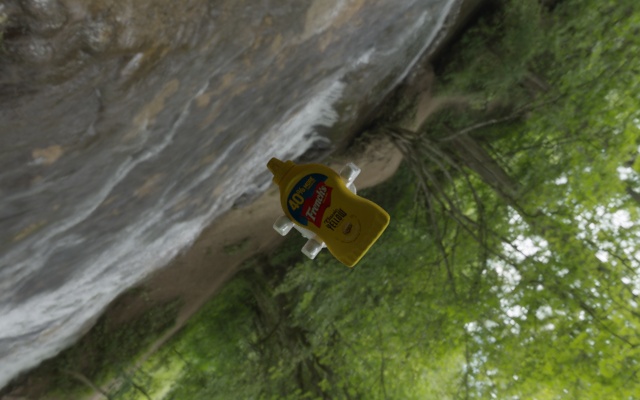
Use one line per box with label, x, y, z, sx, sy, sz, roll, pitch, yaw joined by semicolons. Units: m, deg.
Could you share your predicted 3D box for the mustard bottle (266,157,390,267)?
mustard bottle;0.000;0.002;0.697;0.191;0.096;0.058;39;13;3
